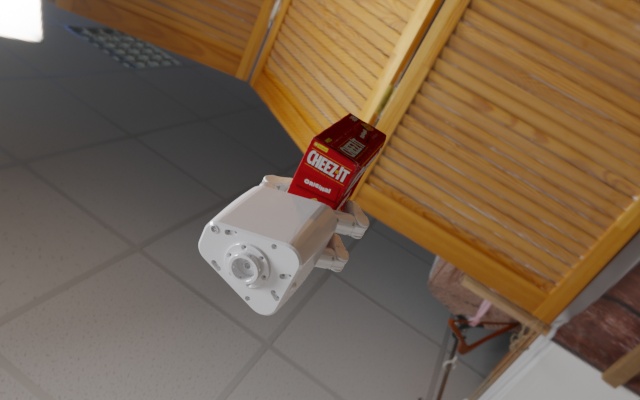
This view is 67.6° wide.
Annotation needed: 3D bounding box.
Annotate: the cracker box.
[{"bbox_3d":[0.000,0.002,0.650,0.072,0.214,0.164,31,27,6],"label":"cracker box"}]
